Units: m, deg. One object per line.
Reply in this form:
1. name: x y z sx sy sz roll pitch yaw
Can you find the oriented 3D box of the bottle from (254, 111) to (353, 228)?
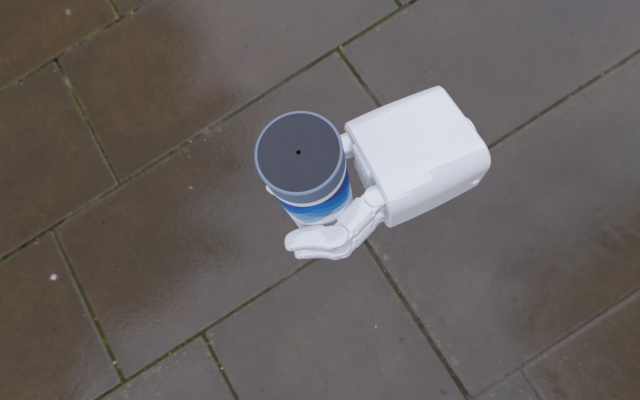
1. bottle: 0.000 0.002 0.491 0.069 0.069 0.296 0 -15 7
